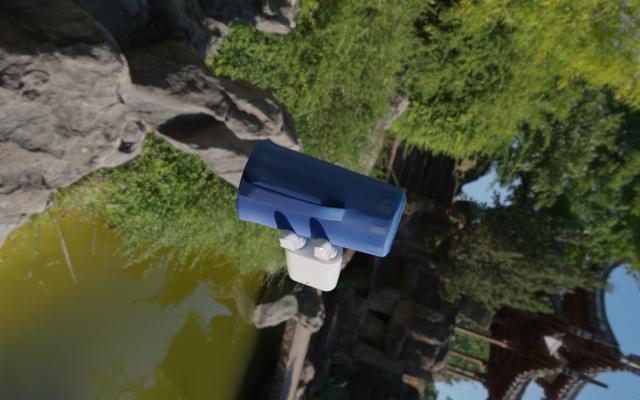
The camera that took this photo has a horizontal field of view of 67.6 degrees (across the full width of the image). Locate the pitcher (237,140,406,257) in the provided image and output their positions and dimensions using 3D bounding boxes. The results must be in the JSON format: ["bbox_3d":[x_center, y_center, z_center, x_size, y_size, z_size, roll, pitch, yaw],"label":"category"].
[{"bbox_3d":[0.000,0.002,0.731,0.243,0.149,0.145,17,-37,11],"label":"pitcher"}]
